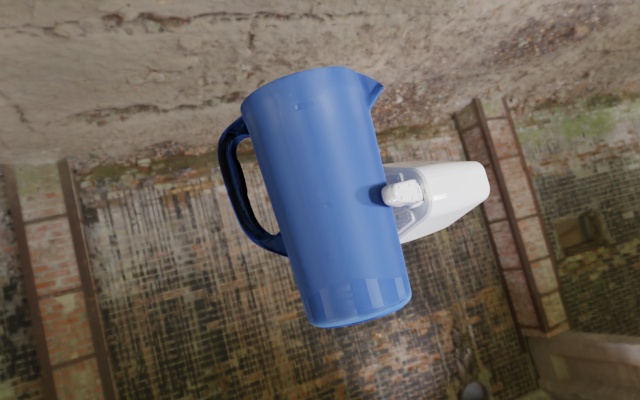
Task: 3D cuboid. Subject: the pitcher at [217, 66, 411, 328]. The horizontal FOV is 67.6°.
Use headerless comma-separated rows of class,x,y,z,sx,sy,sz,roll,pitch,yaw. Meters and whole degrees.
pitcher,0.000,0.002,0.494,0.145,0.243,0.149,-11,-7,-35
